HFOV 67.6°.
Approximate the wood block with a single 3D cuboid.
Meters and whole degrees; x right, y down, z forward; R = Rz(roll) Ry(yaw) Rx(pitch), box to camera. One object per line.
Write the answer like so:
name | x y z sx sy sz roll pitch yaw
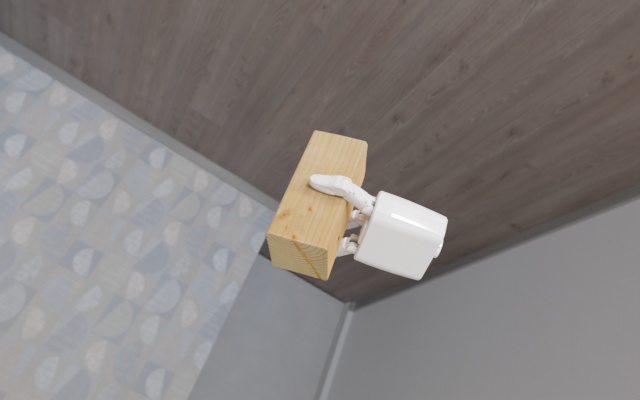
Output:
wood block | 0.000 0.002 0.729 0.090 0.206 0.091 14 -35 11
